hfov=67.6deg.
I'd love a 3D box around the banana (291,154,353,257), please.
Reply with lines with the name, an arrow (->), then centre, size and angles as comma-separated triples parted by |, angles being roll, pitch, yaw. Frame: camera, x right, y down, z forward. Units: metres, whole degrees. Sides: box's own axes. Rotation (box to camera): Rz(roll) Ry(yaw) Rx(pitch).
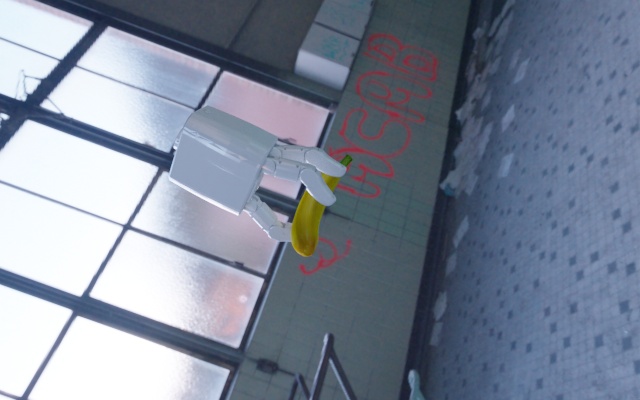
banana -> -0.008, 0.010, 0.643 | 0.037, 0.197, 0.070 | 32, -46, -10
